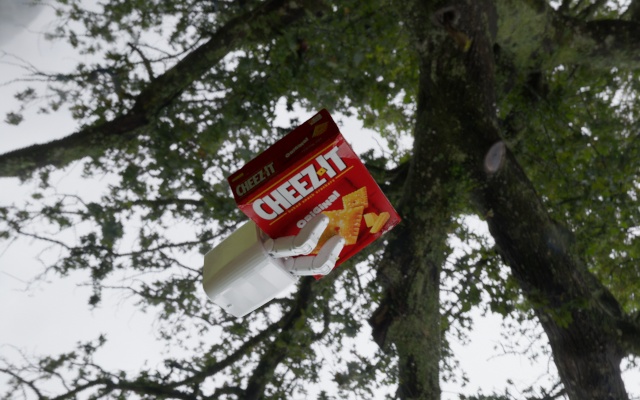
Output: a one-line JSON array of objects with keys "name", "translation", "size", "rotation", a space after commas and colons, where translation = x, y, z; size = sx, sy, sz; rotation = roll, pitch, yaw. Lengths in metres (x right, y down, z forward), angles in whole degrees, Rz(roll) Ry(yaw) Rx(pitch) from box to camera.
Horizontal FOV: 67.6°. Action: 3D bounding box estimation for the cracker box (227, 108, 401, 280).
[{"name": "cracker box", "translation": [0.000, 0.002, 0.682], "size": [0.164, 0.072, 0.214], "rotation": [-35, -46, 6]}]
